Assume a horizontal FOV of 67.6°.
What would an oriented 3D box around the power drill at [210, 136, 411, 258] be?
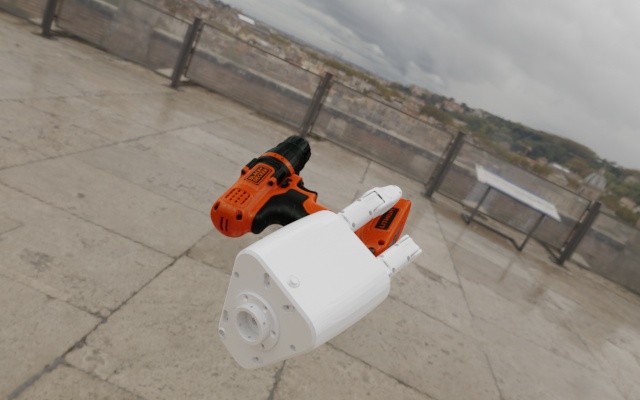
[{"bbox_3d":[0.000,0.002,0.532,0.187,0.057,0.184,21,41,14],"label":"power drill"}]
